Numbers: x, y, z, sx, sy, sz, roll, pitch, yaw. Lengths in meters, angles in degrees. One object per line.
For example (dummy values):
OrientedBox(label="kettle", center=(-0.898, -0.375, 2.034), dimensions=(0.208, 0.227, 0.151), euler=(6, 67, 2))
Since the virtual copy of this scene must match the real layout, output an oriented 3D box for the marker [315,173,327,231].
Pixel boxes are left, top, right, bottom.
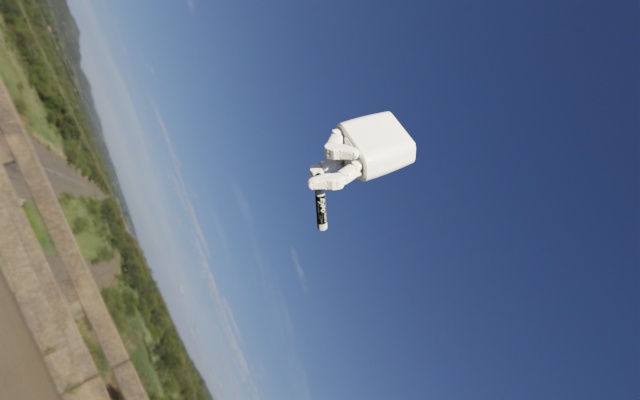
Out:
OrientedBox(label="marker", center=(0.000, 0.003, 0.838), dimensions=(0.020, 0.121, 0.020), euler=(-2, 39, 2))
